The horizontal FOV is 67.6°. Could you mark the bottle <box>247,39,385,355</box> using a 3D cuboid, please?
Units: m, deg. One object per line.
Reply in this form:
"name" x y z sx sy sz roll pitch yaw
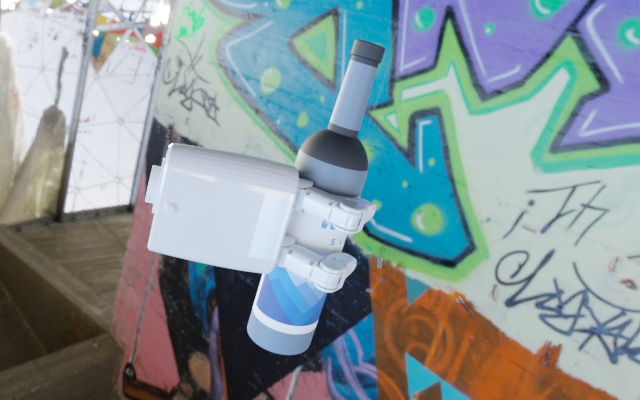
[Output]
"bottle" 0.000 0.002 0.447 0.069 0.296 0.069 16 16 -5
